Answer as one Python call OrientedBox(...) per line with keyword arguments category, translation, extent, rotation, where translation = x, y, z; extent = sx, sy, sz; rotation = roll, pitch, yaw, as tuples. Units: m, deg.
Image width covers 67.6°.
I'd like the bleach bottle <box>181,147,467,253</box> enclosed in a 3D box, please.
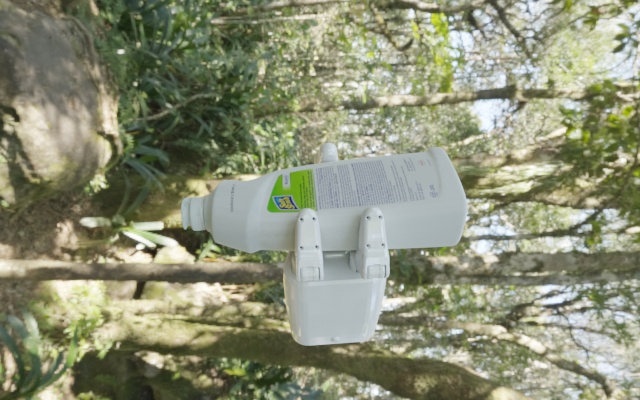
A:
OrientedBox(category="bleach bottle", translation=(0.000, 0.002, 0.450), extent=(0.251, 0.068, 0.102), rotation=(-2, 40, -4))
